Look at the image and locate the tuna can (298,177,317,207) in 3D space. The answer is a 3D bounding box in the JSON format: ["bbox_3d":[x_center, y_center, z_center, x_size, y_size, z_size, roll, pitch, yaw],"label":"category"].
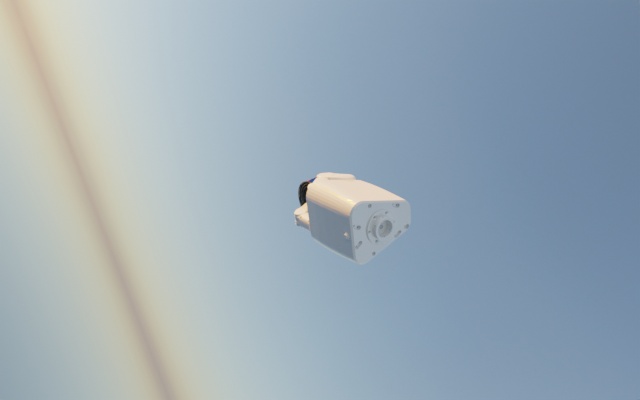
[{"bbox_3d":[0.001,0.002,0.807,0.033,0.086,0.086,-24,12,-29],"label":"tuna can"}]
